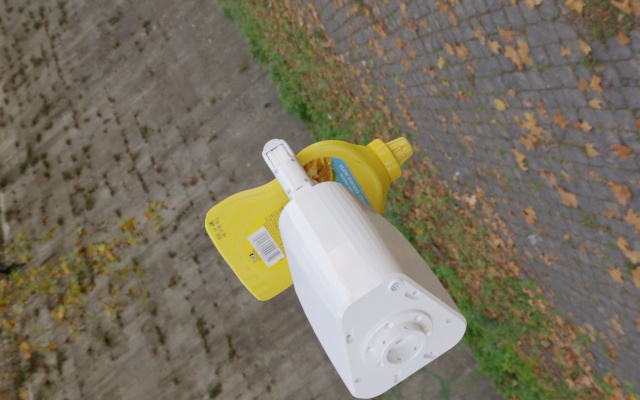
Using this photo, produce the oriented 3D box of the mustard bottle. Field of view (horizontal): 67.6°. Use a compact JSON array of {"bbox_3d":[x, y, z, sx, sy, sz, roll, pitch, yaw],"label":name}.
[{"bbox_3d":[0.000,0.001,0.432,0.191,0.096,0.058,-33,15,-2],"label":"mustard bottle"}]
